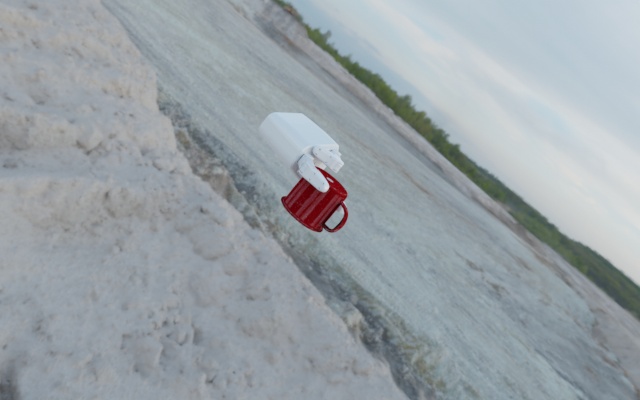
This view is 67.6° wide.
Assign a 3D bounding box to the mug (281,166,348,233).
[{"bbox_3d":[0.001,0.003,0.820,0.117,0.081,0.093,46,15,23],"label":"mug"}]
